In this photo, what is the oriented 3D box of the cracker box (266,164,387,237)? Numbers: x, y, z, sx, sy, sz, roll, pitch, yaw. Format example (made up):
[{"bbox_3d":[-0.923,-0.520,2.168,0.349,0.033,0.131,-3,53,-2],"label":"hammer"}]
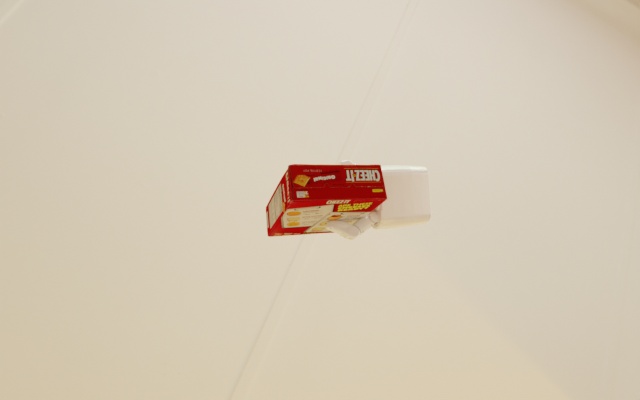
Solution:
[{"bbox_3d":[0.000,0.003,0.858,0.164,0.072,0.214,-2,-19,-17],"label":"cracker box"}]
